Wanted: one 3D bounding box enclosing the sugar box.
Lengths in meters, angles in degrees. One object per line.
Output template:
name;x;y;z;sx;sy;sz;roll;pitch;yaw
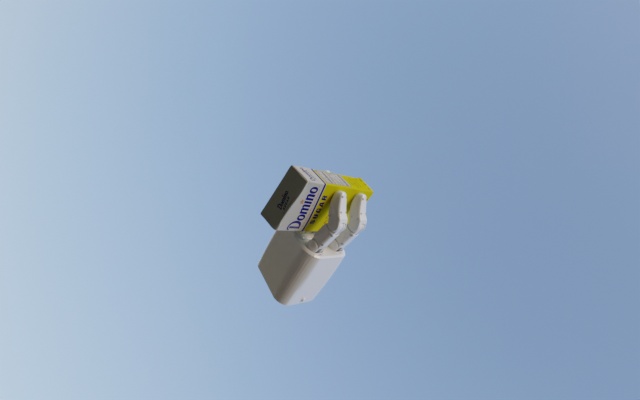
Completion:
sugar box;0.000;0.003;0.735;0.048;0.093;0.176;46;24;28
